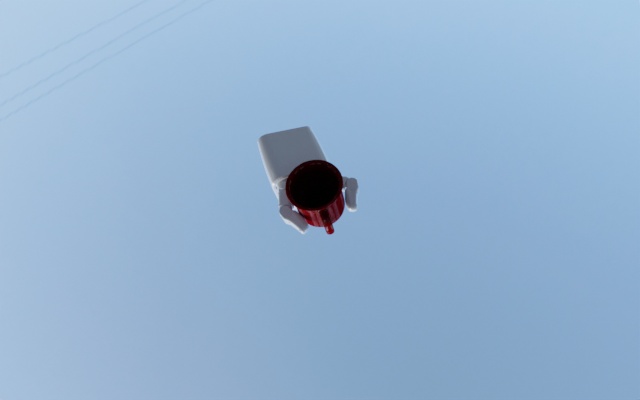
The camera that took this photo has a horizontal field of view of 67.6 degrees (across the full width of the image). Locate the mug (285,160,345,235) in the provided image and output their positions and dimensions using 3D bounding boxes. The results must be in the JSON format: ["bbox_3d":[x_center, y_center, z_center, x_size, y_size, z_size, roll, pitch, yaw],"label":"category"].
[{"bbox_3d":[0.001,0.004,0.782,0.093,0.117,0.081,-22,-29,-1],"label":"mug"}]
